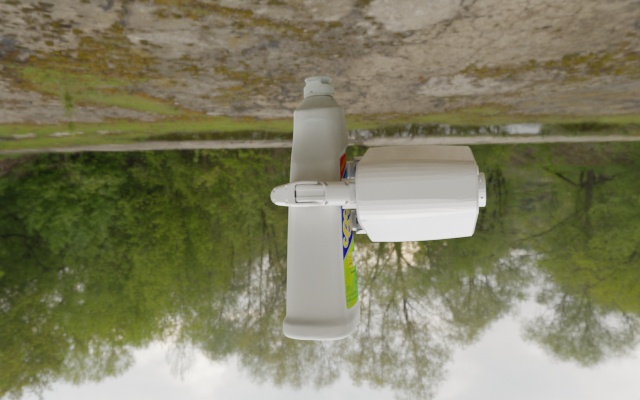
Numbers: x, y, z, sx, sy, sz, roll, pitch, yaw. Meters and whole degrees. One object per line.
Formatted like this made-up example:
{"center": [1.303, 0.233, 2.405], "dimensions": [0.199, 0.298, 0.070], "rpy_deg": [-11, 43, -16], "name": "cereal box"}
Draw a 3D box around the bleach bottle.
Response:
{"center": [0.000, 0.002, 0.479], "dimensions": [0.068, 0.251, 0.102], "rpy_deg": [-2, 0, 14], "name": "bleach bottle"}
